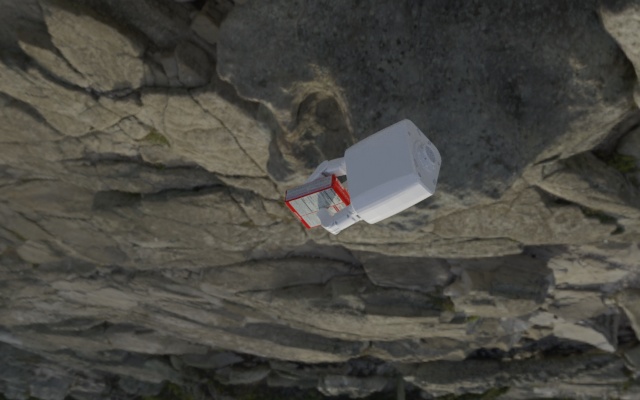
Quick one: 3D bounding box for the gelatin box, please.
[{"bbox_3d":[0.000,0.003,0.748,0.089,0.030,0.073,-19,-47,23],"label":"gelatin box"}]
